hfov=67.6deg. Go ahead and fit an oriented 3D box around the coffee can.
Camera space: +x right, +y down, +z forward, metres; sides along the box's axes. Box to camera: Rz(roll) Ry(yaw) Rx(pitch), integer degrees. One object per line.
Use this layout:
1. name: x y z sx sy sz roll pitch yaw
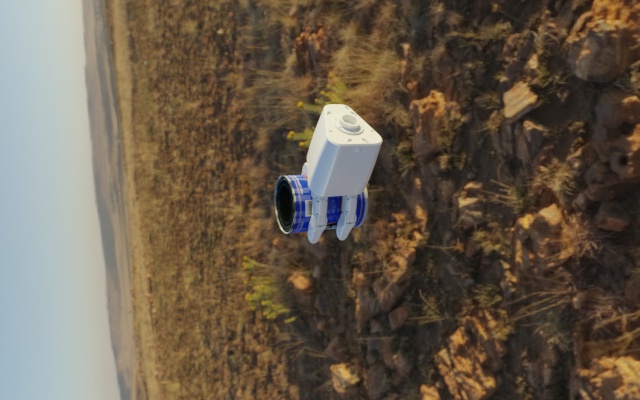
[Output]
1. coffee can: 0.000 0.003 0.853 0.140 0.103 0.103 -4 2 -24
